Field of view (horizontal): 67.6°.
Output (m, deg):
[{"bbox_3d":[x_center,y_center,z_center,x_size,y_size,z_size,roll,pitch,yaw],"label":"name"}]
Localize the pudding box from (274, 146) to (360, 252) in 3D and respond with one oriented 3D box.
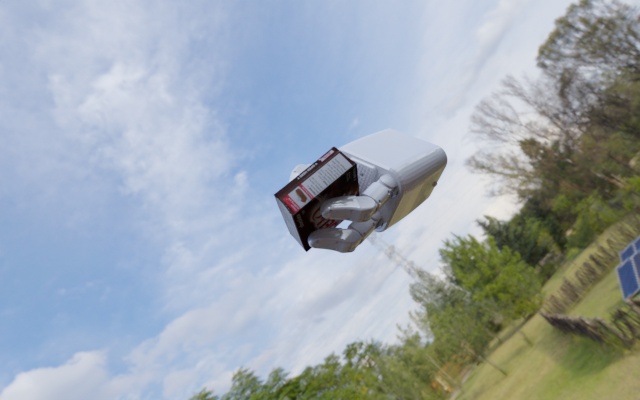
[{"bbox_3d":[0.000,0.002,0.545,0.039,0.090,0.113,44,-14,25],"label":"pudding box"}]
